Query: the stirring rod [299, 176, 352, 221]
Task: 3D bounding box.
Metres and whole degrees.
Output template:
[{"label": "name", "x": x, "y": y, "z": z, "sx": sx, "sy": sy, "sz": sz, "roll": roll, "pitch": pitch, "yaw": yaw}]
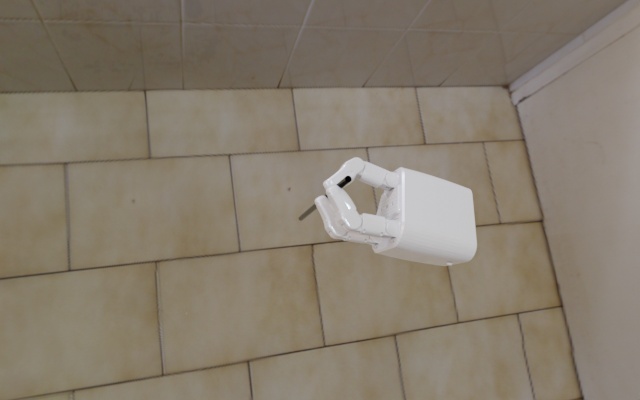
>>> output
[{"label": "stirring rod", "x": 0.000, "y": 0.002, "z": 0.657, "sx": 0.011, "sy": 0.011, "sz": 0.239, "roll": 0, "pitch": -13, "yaw": -16}]
